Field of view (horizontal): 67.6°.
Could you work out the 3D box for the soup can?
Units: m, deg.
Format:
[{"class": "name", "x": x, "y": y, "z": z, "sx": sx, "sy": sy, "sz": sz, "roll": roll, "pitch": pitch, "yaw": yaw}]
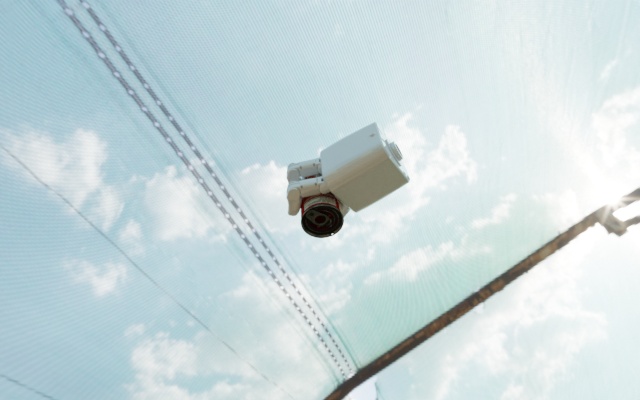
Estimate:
[{"class": "soup can", "x": 0.000, "y": 0.003, "z": 0.783, "sx": 0.068, "sy": 0.069, "sz": 0.102, "roll": 0, "pitch": 38, "yaw": -4}]
